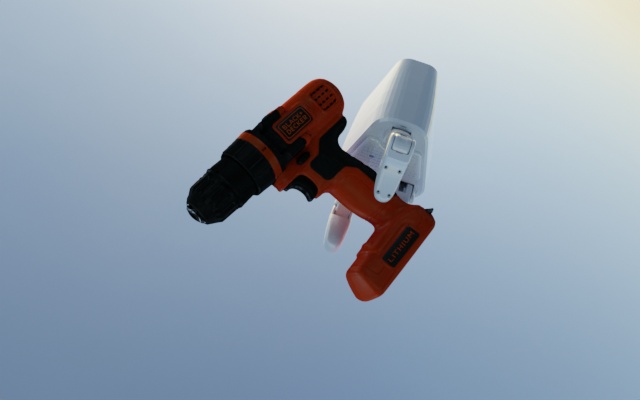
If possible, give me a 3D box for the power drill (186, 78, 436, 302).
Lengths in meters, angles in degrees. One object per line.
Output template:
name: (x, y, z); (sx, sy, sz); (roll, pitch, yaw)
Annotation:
power drill: (0.001, 0.002, 0.436); (0.184, 0.187, 0.057); (-46, 5, -22)
